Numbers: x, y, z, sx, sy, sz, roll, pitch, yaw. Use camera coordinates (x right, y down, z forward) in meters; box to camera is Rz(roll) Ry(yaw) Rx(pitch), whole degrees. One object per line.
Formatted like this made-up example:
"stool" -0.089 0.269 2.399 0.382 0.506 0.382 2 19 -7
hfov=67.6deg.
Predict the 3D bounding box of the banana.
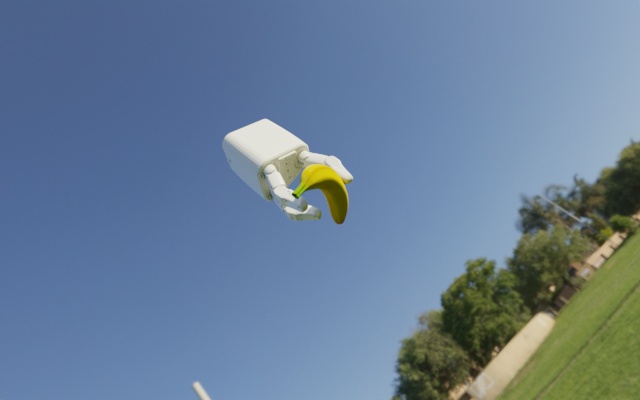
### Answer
"banana" 0.009 -0.014 0.761 0.037 0.069 0.198 34 0 28
